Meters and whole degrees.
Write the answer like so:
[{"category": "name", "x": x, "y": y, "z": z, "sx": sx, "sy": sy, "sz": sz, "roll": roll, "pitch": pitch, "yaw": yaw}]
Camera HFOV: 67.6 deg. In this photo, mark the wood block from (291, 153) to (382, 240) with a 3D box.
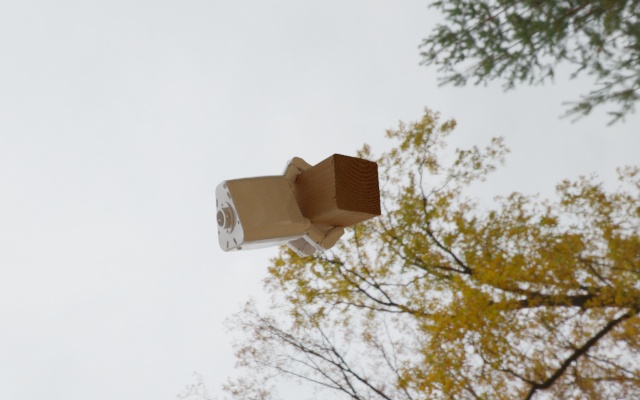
[{"category": "wood block", "x": 0.000, "y": 0.002, "z": 0.805, "sx": 0.090, "sy": 0.090, "sz": 0.206, "roll": 9, "pitch": -20, "yaw": -34}]
